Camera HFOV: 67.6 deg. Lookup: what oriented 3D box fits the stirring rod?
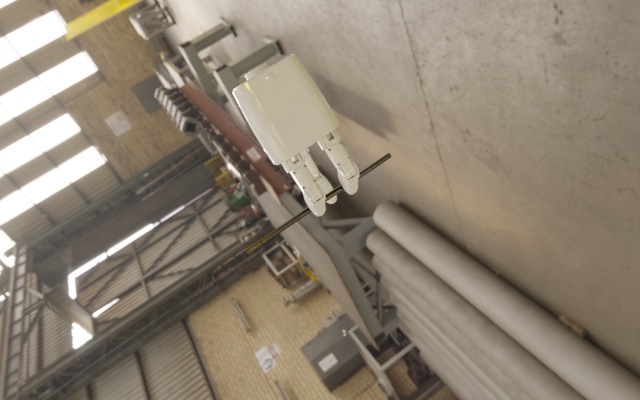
[{"bbox_3d":[0.000,0.002,0.653,0.239,0.011,0.011,-34,7,-11],"label":"stirring rod"}]
